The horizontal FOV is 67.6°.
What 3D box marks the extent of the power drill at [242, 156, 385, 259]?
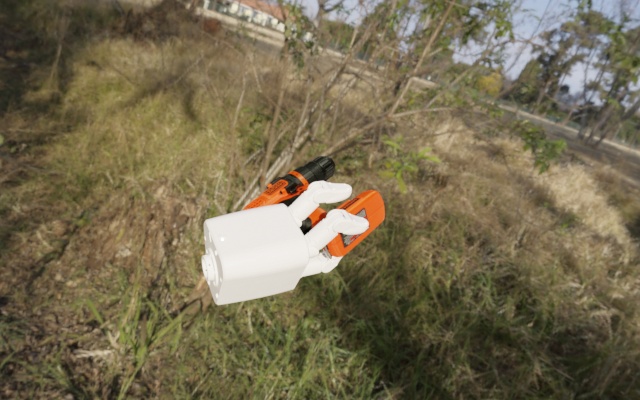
[{"bbox_3d":[0.000,0.003,0.699,0.184,0.057,0.187,-40,36,-27],"label":"power drill"}]
